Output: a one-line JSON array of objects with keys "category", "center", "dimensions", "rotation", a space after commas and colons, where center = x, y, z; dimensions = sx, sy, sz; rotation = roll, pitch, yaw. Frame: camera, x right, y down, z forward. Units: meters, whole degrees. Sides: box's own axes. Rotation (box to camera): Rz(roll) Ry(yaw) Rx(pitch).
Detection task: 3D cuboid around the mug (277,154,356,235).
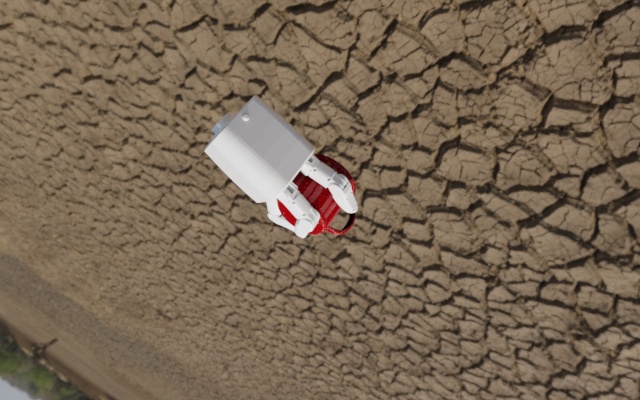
[{"category": "mug", "center": [0.001, 0.003, 0.686], "dimensions": [0.117, 0.081, 0.093], "rotation": [43, -32, -12]}]
